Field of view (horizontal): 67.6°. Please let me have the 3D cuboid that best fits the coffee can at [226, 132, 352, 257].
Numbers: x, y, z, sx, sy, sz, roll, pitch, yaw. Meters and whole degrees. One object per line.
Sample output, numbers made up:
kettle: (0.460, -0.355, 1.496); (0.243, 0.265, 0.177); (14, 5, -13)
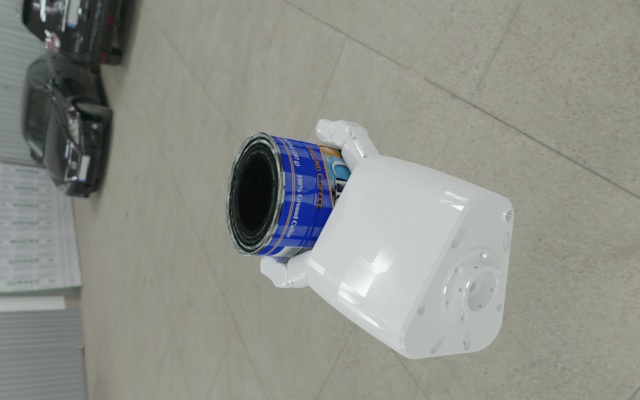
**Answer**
coffee can: (0.000, 0.001, 0.430); (0.140, 0.103, 0.103); (7, -4, -34)
